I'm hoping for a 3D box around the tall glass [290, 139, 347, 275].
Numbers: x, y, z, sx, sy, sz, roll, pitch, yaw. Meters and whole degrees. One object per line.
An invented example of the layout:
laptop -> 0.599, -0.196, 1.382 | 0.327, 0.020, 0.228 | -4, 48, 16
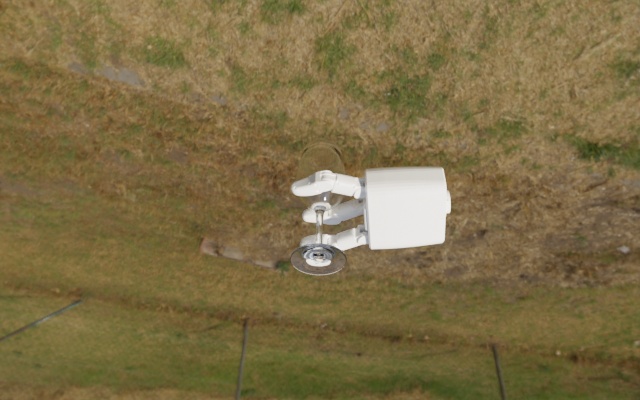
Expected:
tall glass -> 0.000, 0.003, 0.688 | 0.079, 0.200, 0.079 | 1, -40, 1
